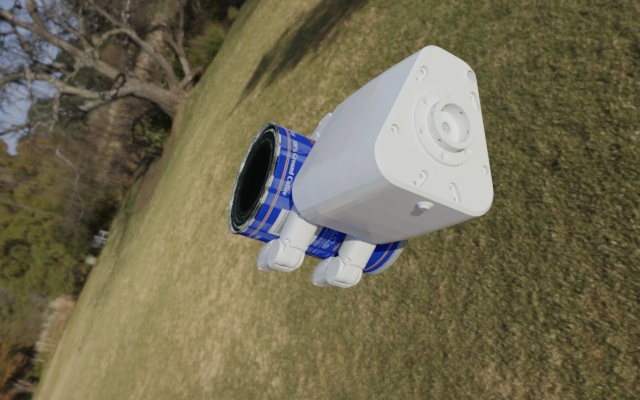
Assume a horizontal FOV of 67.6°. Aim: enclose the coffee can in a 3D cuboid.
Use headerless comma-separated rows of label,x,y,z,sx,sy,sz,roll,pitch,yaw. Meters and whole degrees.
coffee can,0.000,0.001,0.438,0.140,0.103,0.103,20,-8,-24
